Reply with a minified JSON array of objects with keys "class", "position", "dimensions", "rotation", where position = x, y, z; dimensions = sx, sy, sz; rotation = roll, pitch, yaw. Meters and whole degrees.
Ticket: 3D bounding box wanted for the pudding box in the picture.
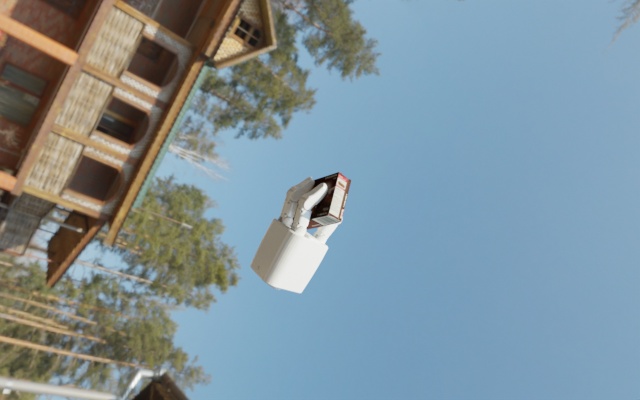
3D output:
[{"class":"pudding box","position":[0.000,0.003,0.896],"dimensions":[0.039,0.090,0.113],"rotation":[31,-29,-34]}]
